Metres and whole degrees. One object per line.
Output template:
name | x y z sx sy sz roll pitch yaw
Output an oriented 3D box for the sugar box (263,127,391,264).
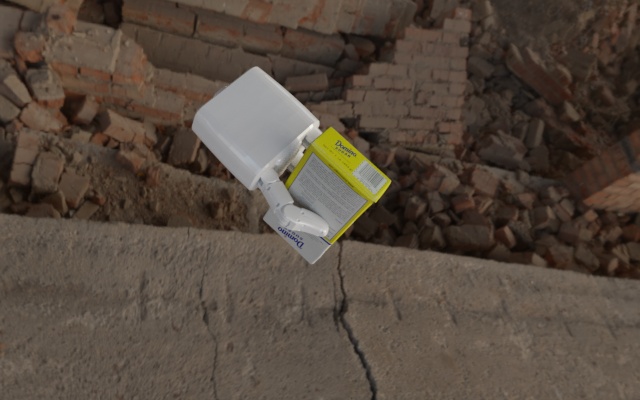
sugar box | 0.000 0.001 0.574 0.048 0.093 0.176 -45 -3 -36
